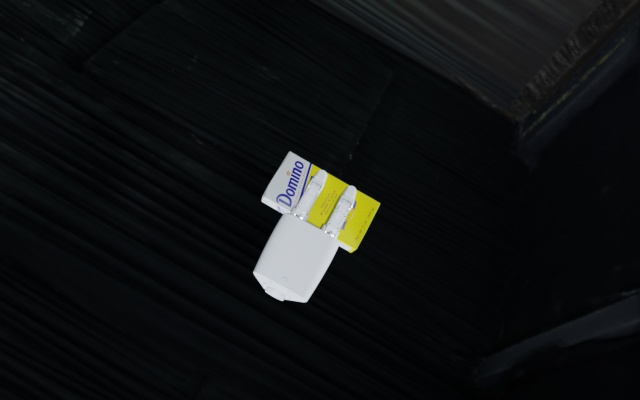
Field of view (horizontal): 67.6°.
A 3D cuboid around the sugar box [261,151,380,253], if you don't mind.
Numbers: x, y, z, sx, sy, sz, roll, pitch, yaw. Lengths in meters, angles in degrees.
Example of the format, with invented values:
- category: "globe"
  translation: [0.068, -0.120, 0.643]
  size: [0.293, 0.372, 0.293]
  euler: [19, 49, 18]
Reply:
- category: "sugar box"
  translation: [0.000, 0.003, 0.796]
  size: [0.176, 0.093, 0.048]
  euler: [30, -17, -3]
